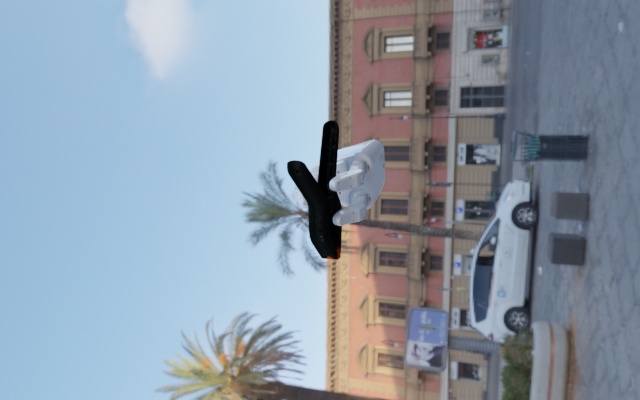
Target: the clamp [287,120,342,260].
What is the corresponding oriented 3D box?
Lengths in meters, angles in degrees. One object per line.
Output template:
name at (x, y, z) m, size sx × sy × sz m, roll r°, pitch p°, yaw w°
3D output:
clamp at (-0.001, 0.003, 0.703) m, size 0.036 × 0.210 × 0.164 m, roll 3°, pitch 22°, yaw 21°
